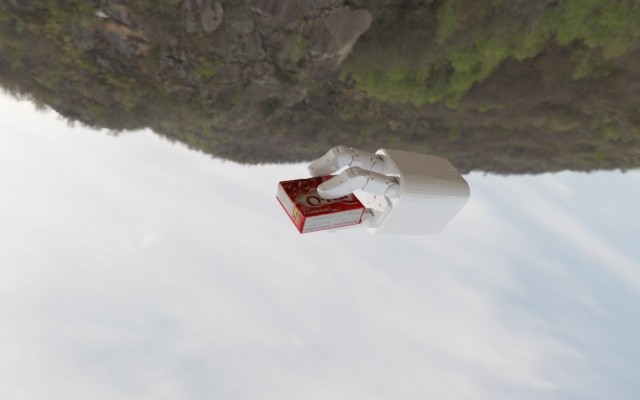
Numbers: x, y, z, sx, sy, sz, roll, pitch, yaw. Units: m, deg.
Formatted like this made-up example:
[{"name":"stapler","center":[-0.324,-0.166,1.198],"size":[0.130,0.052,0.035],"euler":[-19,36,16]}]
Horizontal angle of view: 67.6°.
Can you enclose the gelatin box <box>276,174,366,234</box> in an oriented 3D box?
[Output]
[{"name":"gelatin box","center":[0.000,0.002,0.591],"size":[0.089,0.030,0.073],"euler":[-8,41,-29]}]
